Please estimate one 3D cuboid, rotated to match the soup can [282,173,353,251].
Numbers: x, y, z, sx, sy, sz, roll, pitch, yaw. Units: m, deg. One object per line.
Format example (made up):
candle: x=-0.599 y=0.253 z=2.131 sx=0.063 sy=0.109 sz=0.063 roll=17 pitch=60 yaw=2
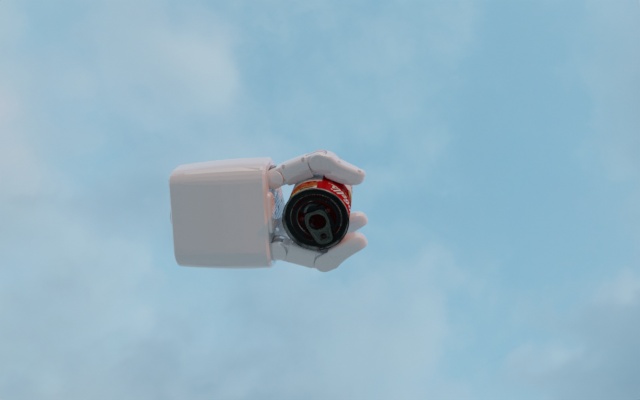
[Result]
soup can: x=0.001 y=0.001 z=0.520 sx=0.068 sy=0.068 sz=0.102 roll=0 pitch=21 yaw=6
